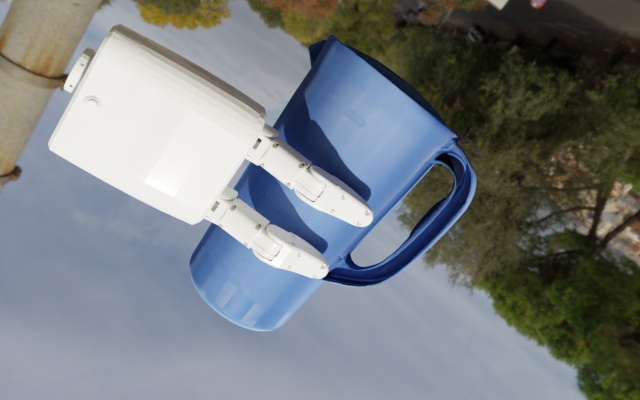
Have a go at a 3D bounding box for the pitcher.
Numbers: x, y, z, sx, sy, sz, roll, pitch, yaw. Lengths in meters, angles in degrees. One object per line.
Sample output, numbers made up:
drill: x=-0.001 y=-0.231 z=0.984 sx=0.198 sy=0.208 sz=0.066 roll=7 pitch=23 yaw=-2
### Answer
pitcher: x=0.000 y=0.001 z=0.410 sx=0.145 sy=0.243 sz=0.149 roll=30 pitch=18 yaw=-26
